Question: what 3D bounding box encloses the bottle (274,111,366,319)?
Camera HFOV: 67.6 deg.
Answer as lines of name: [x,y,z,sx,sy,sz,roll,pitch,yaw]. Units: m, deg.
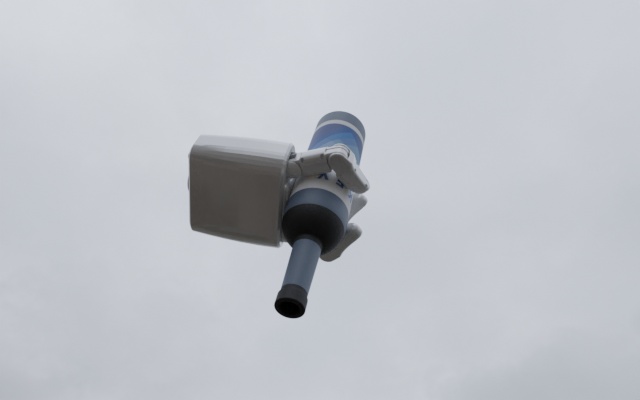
bottle: [0.000,0.002,0.518,0.069,0.069,0.295,0,38,13]
